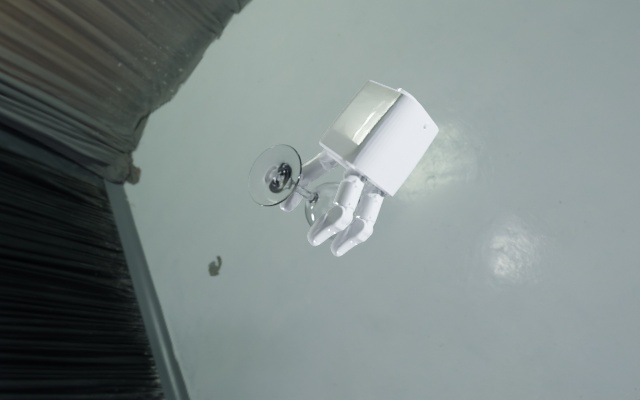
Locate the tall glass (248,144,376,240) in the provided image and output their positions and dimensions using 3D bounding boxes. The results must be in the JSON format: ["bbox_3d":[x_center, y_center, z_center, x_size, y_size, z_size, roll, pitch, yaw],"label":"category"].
[{"bbox_3d":[0.000,0.002,0.612,0.079,0.079,0.201,0,-18,33],"label":"tall glass"}]
